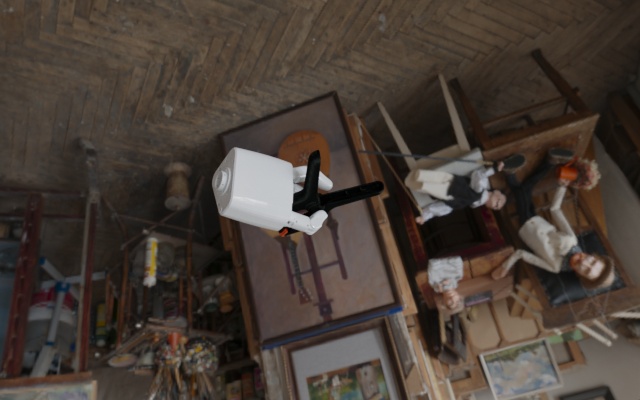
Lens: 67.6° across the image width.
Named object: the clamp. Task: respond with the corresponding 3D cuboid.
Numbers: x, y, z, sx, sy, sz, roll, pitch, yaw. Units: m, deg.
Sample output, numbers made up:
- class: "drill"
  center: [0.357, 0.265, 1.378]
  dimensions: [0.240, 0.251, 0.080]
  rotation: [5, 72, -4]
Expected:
- class: "clamp"
  center: [0.000, 0.004, 0.852]
  dimensions: [0.164, 0.036, 0.210]
  rotation: [18, -45, -31]
